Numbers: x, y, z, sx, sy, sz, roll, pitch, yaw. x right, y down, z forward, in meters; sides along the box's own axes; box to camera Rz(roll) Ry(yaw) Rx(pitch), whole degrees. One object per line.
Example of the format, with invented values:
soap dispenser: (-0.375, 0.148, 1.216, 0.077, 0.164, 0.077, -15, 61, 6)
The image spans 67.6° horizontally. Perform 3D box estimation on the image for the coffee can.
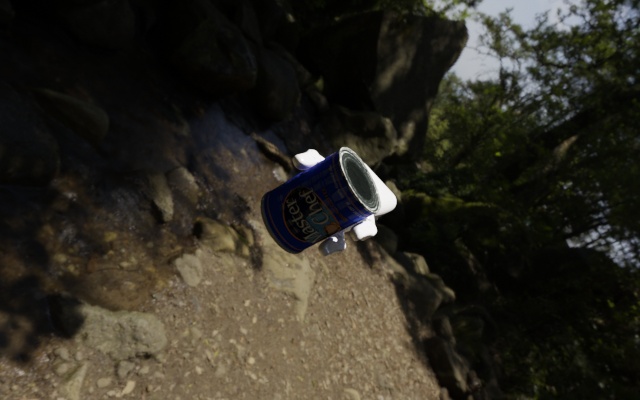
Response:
coffee can: (0.000, 0.002, 0.682, 0.140, 0.102, 0.103, -29, -13, 24)
